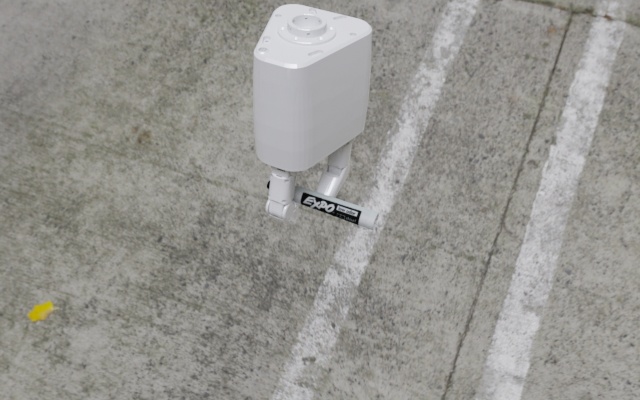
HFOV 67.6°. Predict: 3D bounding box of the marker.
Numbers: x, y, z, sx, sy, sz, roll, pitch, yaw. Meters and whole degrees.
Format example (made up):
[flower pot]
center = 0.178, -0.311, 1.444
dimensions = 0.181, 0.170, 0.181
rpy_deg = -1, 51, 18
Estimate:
[marker]
center = 0.000, 0.002, 0.489
dimensions = 0.121, 0.020, 0.020
rpy_deg = 19, 5, 16
